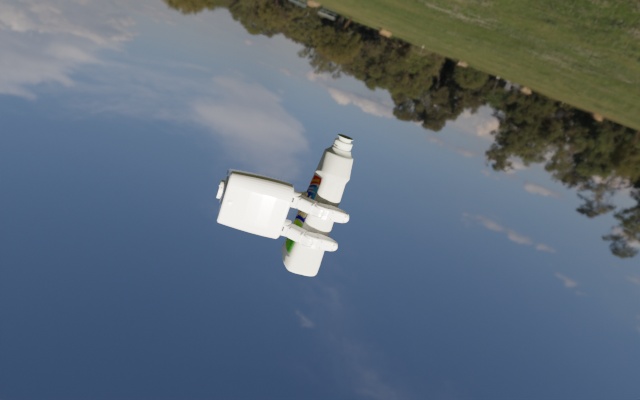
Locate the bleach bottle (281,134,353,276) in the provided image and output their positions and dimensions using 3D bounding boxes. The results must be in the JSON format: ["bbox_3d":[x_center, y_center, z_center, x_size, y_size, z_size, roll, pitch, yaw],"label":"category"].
[{"bbox_3d":[0.000,0.003,0.842,0.068,0.251,0.102,15,19,-15],"label":"bleach bottle"}]
